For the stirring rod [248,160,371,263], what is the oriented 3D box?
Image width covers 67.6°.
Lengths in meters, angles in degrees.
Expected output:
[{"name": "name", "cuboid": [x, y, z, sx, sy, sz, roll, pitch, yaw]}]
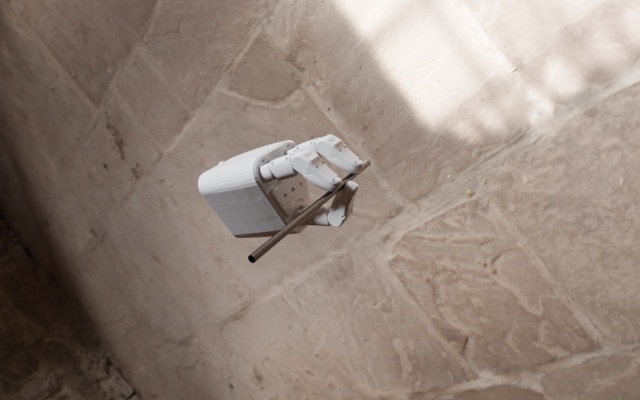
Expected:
[{"name": "stirring rod", "cuboid": [0.000, 0.002, 0.501, 0.011, 0.011, 0.239, 0, 24, 32]}]
